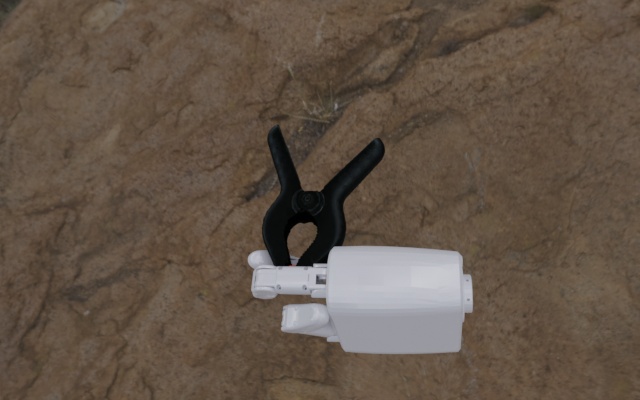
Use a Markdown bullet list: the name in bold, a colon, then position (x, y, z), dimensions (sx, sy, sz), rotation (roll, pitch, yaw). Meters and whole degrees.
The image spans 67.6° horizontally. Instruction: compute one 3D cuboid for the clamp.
- **clamp**: position (0.000, 0.001, 0.458), dimensions (0.120, 0.171, 0.039), rotation (-1, -22, 13)
